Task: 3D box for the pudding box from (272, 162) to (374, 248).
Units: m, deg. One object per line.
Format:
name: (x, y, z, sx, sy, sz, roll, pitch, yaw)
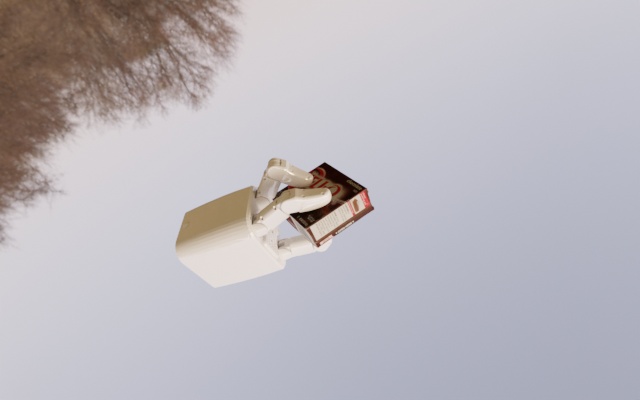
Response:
pudding box: (0.000, 0.002, 0.605, 0.090, 0.039, 0.113, -34, 35, -12)
